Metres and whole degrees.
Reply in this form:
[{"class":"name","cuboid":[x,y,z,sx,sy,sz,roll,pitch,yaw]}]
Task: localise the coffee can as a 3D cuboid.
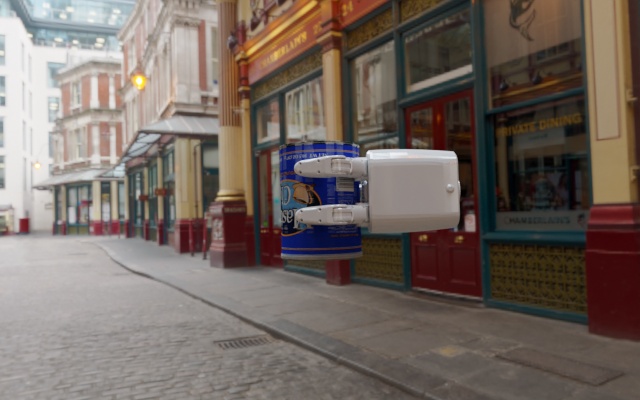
[{"class":"coffee can","cuboid":[0.000,0.002,0.603,0.103,0.140,0.103,-1,-2,0]}]
